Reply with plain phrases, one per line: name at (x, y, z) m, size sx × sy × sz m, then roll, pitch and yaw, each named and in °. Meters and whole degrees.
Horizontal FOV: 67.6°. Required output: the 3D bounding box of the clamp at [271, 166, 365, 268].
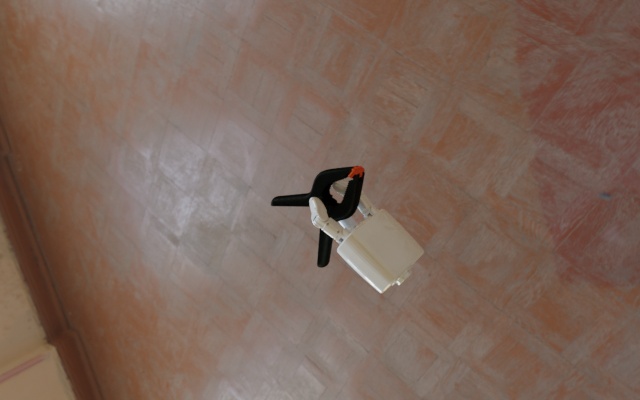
clamp at (0.000, 0.003, 0.862) m, size 0.036 × 0.164 × 0.210 m, roll -26°, pitch -24°, yaw -52°
